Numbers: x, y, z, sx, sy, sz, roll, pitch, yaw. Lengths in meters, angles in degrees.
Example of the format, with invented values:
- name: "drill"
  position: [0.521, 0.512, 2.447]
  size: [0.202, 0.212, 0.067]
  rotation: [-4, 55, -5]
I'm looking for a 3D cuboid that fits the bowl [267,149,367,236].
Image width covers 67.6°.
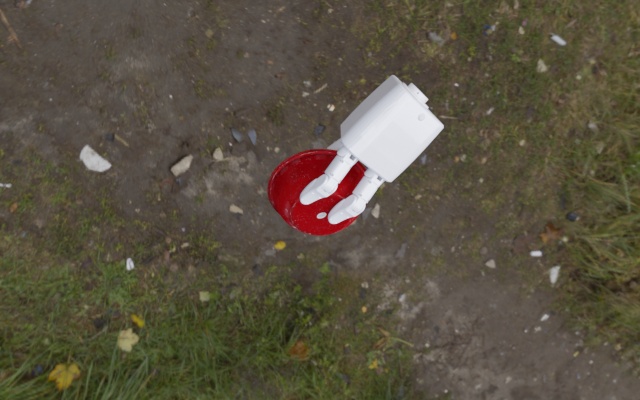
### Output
- name: "bowl"
  position: [-0.001, 0.004, 0.719]
  size: [0.162, 0.162, 0.055]
  rotation: [0, 43, -4]
